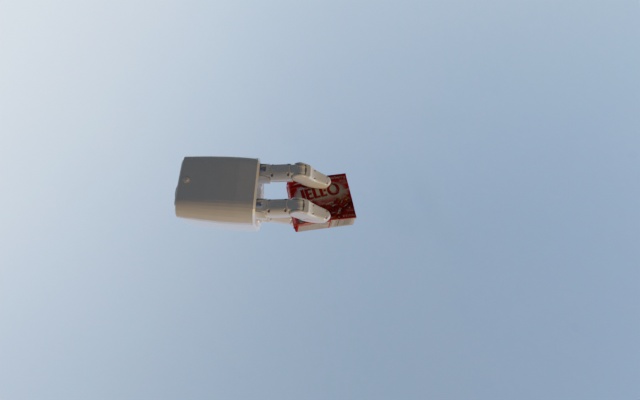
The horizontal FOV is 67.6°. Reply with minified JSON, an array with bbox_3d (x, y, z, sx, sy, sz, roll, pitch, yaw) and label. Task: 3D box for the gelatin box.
[{"bbox_3d":[0.000,0.002,0.684,0.089,0.073,0.030,-6,-26,-12],"label":"gelatin box"}]
